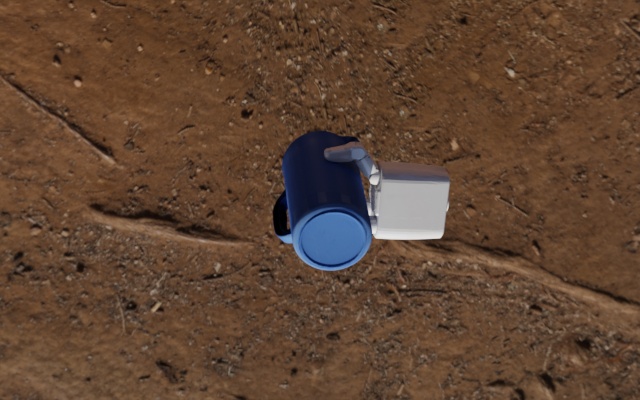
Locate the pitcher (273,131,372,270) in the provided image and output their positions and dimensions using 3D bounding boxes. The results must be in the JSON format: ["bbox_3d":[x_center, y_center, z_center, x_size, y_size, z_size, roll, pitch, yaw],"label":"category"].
[{"bbox_3d":[0.000,0.002,0.734,0.145,0.149,0.242,2,28,-6],"label":"pitcher"}]
